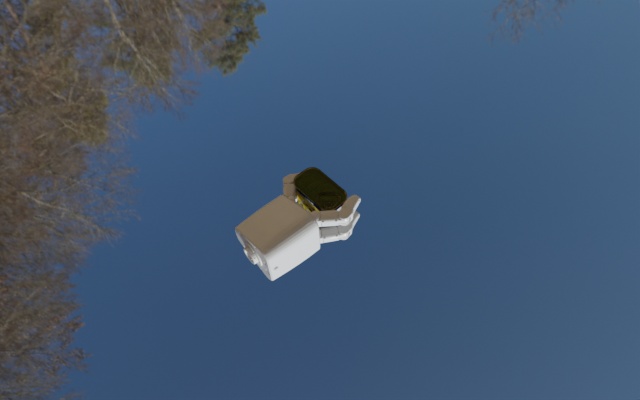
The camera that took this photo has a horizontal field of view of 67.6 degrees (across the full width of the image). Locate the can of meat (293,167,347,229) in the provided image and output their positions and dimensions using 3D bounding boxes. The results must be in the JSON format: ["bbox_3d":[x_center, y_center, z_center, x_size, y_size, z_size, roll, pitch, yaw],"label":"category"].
[{"bbox_3d":[0.000,0.003,0.871,0.057,0.084,0.102,-37,60,-23],"label":"can of meat"}]
